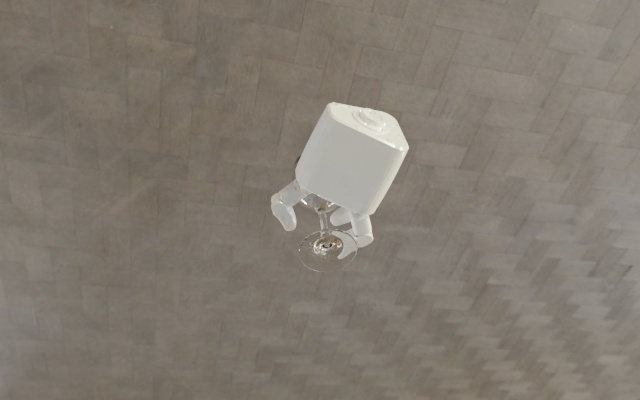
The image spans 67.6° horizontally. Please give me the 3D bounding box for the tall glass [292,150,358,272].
[{"bbox_3d":[0.000,0.003,0.675,0.079,0.079,0.200,0,38,-7],"label":"tall glass"}]
